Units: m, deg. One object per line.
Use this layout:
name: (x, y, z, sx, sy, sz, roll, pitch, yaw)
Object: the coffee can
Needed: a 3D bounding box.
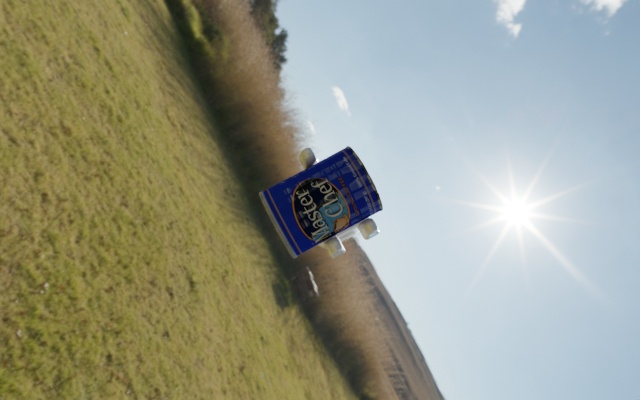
coffee can: (0.000, 0.002, 0.661, 0.140, 0.103, 0.103, -28, 1, -3)
